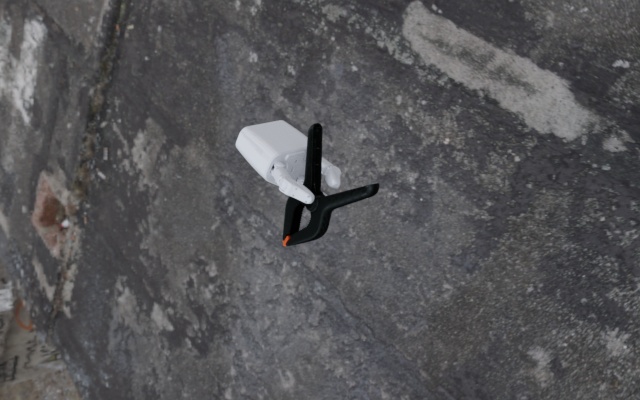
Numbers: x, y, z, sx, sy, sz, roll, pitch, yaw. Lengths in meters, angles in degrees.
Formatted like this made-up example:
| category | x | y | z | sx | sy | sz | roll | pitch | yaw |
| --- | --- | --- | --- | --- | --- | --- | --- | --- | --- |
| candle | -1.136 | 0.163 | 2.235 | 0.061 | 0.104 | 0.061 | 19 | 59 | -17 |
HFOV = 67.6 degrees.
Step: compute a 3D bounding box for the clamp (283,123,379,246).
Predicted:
| category | x | y | z | sx | sy | sz | roll | pitch | yaw |
| --- | --- | --- | --- | --- | --- | --- | --- | --- | --- |
| clamp | -0.001 | 0.003 | 0.780 | 0.036 | 0.210 | 0.164 | -3 | 37 | -48 |
